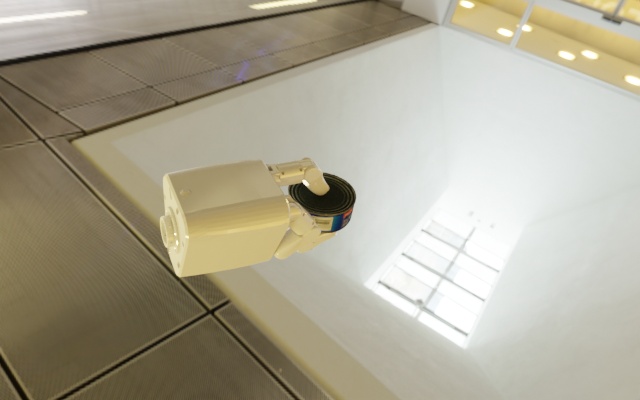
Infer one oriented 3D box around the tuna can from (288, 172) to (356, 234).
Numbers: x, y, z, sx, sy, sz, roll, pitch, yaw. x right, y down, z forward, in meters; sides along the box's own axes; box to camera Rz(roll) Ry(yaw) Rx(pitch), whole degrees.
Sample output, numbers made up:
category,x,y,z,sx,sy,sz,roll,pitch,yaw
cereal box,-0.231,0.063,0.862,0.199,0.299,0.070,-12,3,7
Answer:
category,x,y,z,sx,sy,sz,roll,pitch,yaw
tuna can,0.000,0.002,0.602,0.086,0.034,0.086,6,38,-5
